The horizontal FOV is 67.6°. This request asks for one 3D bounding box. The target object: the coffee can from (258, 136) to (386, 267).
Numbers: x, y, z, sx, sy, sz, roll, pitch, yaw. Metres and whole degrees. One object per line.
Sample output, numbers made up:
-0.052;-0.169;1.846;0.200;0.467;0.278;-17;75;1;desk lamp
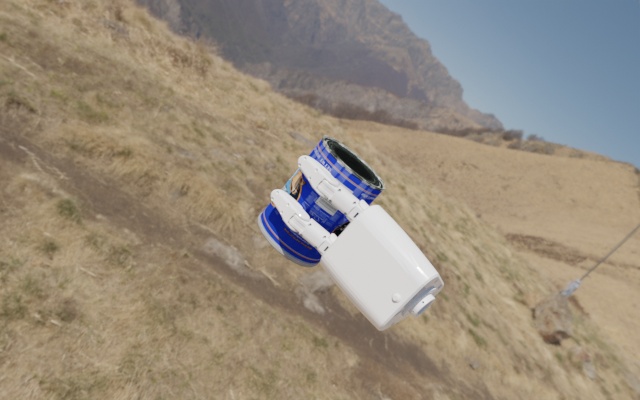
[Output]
0.000;0.002;0.622;0.103;0.140;0.102;36;18;-13;coffee can
